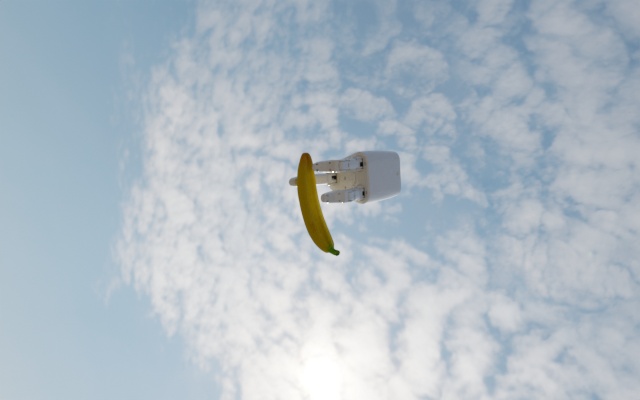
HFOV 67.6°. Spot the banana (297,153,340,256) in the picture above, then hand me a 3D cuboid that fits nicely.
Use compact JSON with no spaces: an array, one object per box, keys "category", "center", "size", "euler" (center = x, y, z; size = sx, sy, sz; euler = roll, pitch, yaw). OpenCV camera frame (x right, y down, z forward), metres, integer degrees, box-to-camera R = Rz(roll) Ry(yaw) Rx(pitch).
[{"category":"banana","center":[-0.009,0.013,0.867],"size":[0.037,0.197,0.070],"euler":[-8,-17,-39]}]
